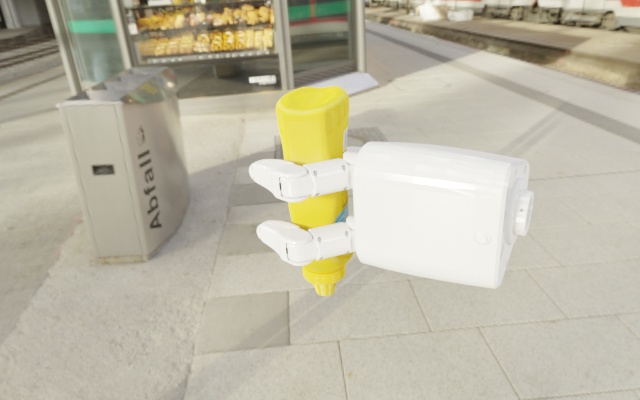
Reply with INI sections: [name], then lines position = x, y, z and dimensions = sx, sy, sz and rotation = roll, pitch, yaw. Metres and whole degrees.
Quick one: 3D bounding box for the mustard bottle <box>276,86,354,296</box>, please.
[mustard bottle]
position = 0.000, 0.001, 0.426
dimensions = 0.058, 0.192, 0.096
rotation = -1, 24, 8
